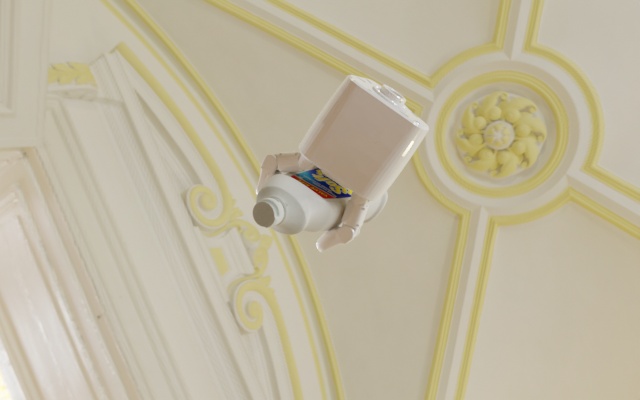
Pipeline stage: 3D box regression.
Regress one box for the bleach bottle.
[{"bbox_3d":[0.000,0.002,0.615,0.102,0.068,0.251,41,23,14],"label":"bleach bottle"}]
